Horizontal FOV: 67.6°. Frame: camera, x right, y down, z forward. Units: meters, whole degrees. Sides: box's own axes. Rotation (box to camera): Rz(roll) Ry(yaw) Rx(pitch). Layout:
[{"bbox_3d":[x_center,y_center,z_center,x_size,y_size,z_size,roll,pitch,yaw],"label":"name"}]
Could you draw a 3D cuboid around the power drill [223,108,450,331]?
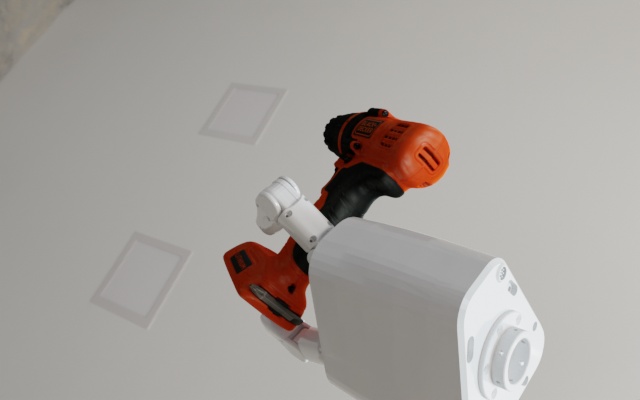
[{"bbox_3d":[0.000,0.002,0.402,0.057,0.187,0.184,41,-2,-21],"label":"power drill"}]
